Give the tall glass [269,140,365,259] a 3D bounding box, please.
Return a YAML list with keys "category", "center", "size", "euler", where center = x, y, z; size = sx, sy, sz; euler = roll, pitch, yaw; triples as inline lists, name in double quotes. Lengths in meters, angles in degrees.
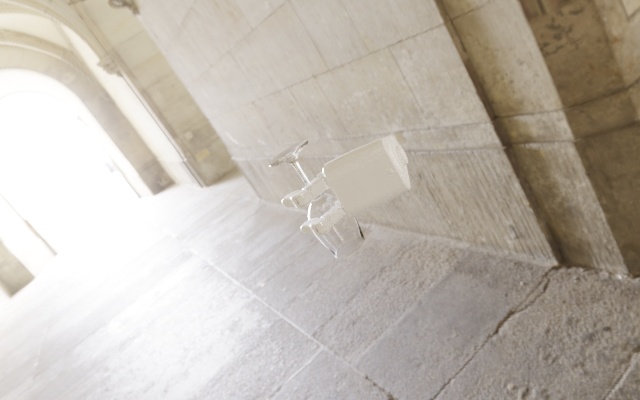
- category: "tall glass"
  center: [0.000, 0.002, 0.800]
  size: [0.079, 0.201, 0.079]
  euler: [-29, 18, 11]
